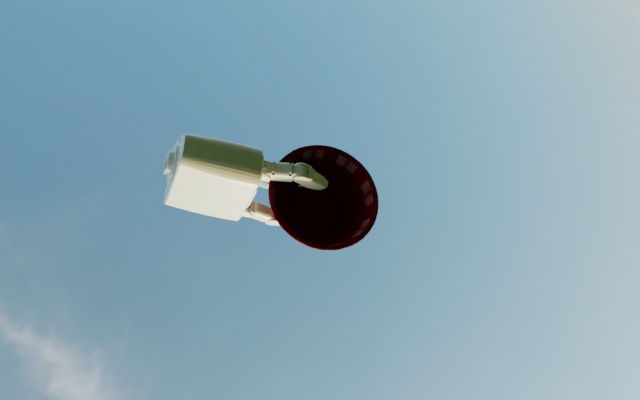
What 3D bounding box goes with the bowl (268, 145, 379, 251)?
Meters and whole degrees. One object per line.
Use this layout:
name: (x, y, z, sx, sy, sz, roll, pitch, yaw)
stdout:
bowl: (0.001, 0.003, 0.696, 0.162, 0.162, 0.055, 0, -22, -15)
